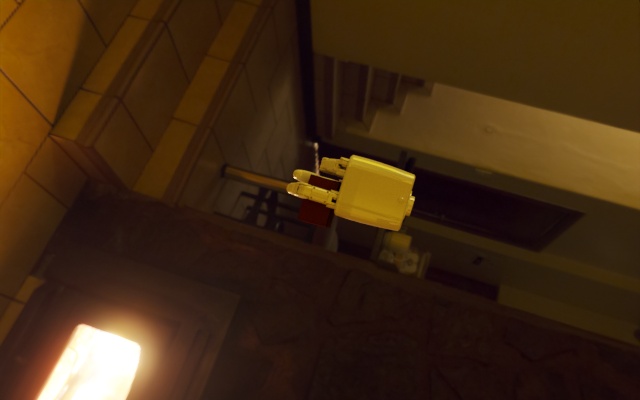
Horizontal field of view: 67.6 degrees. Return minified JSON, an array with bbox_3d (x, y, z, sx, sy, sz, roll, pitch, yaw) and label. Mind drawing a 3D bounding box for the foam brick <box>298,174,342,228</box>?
[{"bbox_3d":[0.000,0.003,0.787,0.051,0.078,0.053,17,-3,8],"label":"foam brick"}]
